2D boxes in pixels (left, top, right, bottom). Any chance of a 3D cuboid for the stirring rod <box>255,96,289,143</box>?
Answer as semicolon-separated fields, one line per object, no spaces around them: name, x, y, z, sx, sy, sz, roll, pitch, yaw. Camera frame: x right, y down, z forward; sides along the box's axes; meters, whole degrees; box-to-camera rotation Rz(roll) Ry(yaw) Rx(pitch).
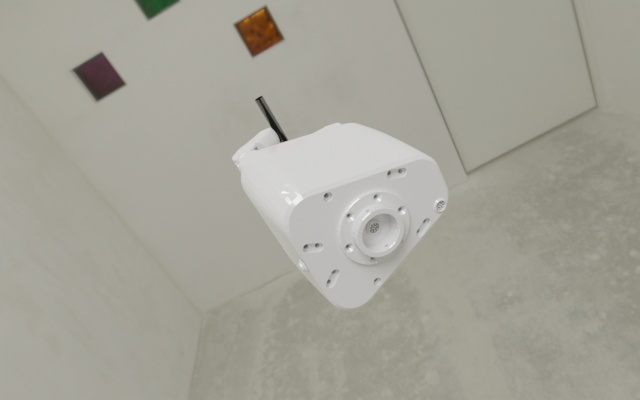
stirring rod;0.000;0.002;0.479;0.011;0.240;0.011;-24;27;13
